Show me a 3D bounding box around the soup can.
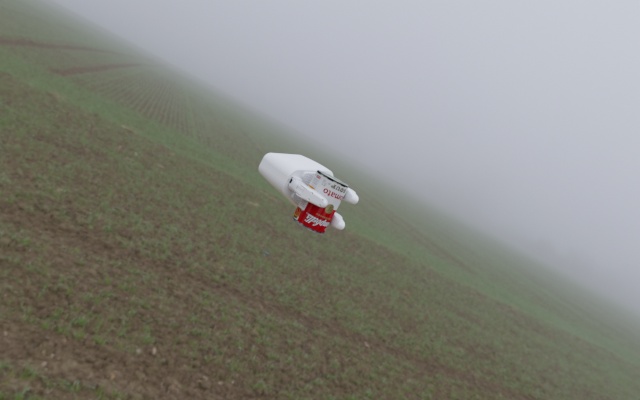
[{"bbox_3d":[0.000,0.003,0.885,0.068,0.102,0.068,28,7,-4],"label":"soup can"}]
